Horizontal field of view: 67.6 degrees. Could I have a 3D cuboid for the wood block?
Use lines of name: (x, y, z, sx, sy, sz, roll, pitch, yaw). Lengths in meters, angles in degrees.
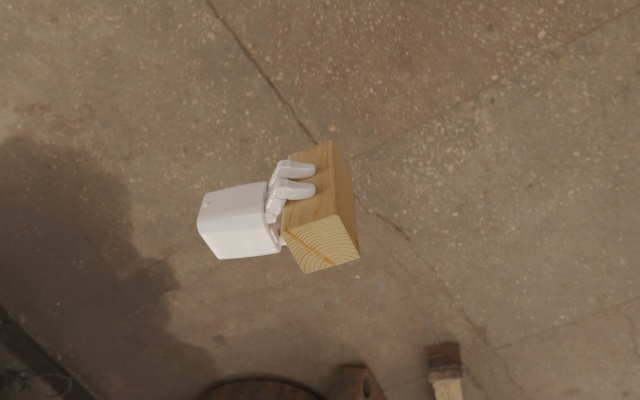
wood block: (0.000, 0.003, 0.755, 0.090, 0.091, 0.206, -18, 35, 13)
